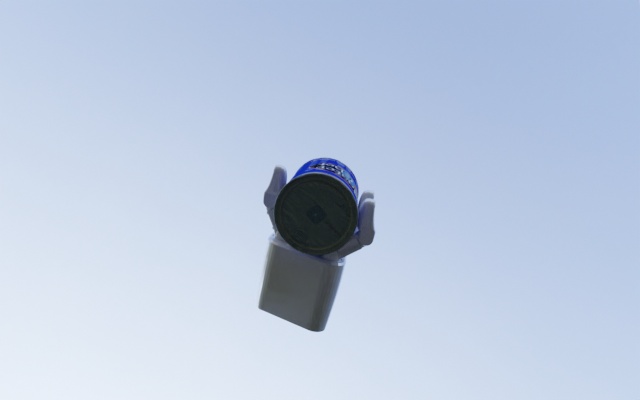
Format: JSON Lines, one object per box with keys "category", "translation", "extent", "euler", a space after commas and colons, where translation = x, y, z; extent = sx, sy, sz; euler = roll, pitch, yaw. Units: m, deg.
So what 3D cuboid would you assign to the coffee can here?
{"category": "coffee can", "translation": [0.000, 0.002, 0.640], "extent": [0.103, 0.103, 0.140], "euler": [0, 13, 5]}
